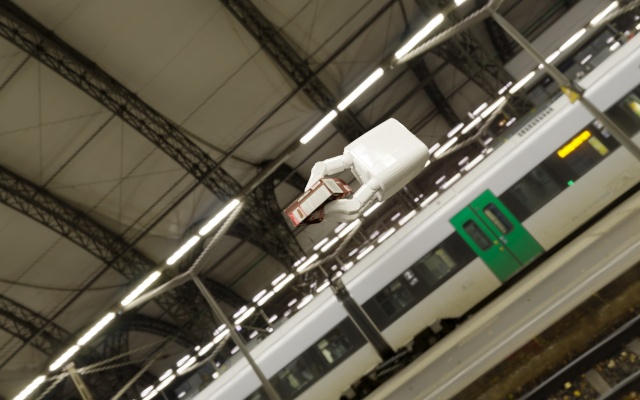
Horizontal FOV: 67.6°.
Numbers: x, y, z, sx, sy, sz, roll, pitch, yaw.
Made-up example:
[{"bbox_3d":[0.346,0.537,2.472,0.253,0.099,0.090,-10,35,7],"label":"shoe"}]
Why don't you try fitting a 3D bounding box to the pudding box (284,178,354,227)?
[{"bbox_3d":[0.000,0.003,0.825,0.090,0.039,0.113,-43,-16,17],"label":"pudding box"}]
